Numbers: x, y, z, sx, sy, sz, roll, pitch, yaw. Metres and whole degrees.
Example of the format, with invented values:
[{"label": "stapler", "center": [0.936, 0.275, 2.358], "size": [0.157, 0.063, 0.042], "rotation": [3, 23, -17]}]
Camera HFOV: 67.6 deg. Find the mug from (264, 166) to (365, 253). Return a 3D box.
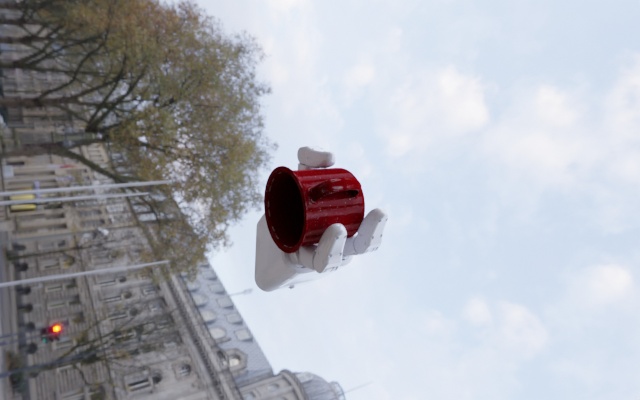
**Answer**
[{"label": "mug", "center": [0.001, 0.001, 0.514], "size": [0.081, 0.093, 0.117], "rotation": [-6, -19, -32]}]
